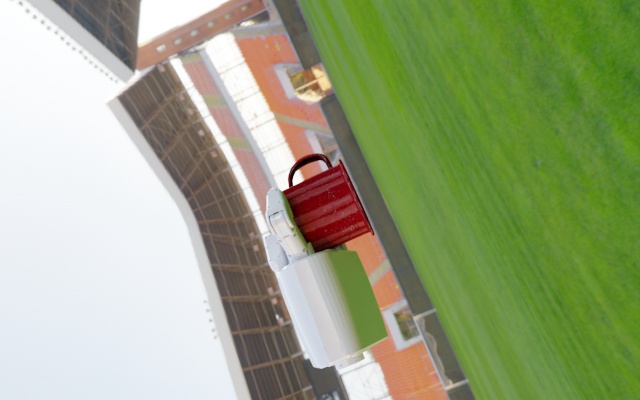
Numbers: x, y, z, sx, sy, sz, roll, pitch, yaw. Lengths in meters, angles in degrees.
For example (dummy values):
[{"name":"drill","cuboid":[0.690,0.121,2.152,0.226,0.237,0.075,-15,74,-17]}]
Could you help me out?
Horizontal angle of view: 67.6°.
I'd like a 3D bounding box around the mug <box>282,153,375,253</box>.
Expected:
[{"name":"mug","cuboid":[-0.001,0.001,0.535,0.081,0.117,0.093,-24,-17,5]}]
